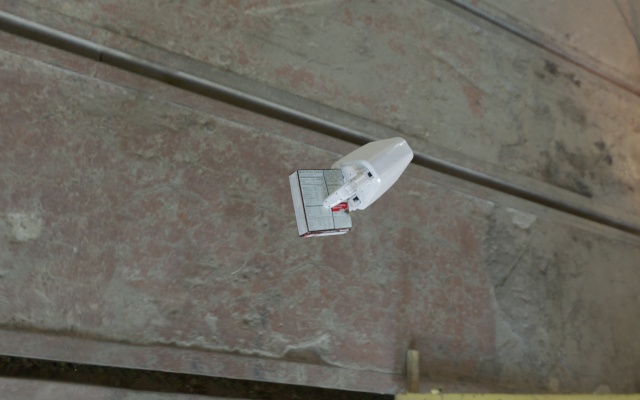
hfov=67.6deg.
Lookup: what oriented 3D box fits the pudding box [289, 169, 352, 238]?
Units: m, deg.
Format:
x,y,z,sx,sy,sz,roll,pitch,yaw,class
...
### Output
x,y,z,sx,sy,sz,roll,pitch,yaw,class
0.000,0.003,0.812,0.090,0.113,0.039,-3,-16,-28,pudding box
